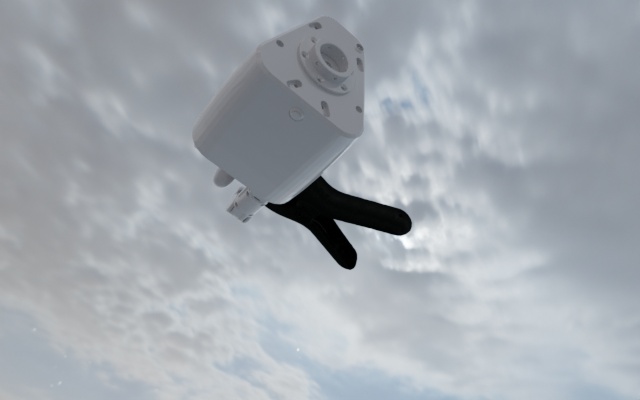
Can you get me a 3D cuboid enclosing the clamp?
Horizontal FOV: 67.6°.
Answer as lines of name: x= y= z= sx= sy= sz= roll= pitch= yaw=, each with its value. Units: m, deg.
clamp: x=0.000 y=0.001 z=0.455 sx=0.171 sy=0.039 sz=0.120 roll=37 pitch=-41 yaw=-16
